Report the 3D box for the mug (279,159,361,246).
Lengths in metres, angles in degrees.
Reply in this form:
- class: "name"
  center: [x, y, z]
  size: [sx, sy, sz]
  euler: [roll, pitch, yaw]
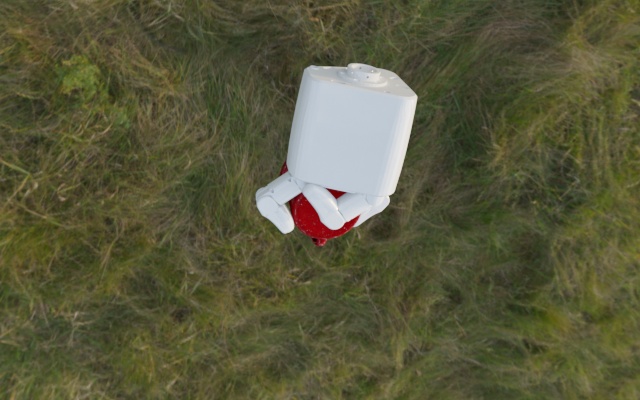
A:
- class: "mug"
  center: [0.000, 0.003, 0.571]
  size: [0.093, 0.117, 0.081]
  euler: [1, 31, -13]
